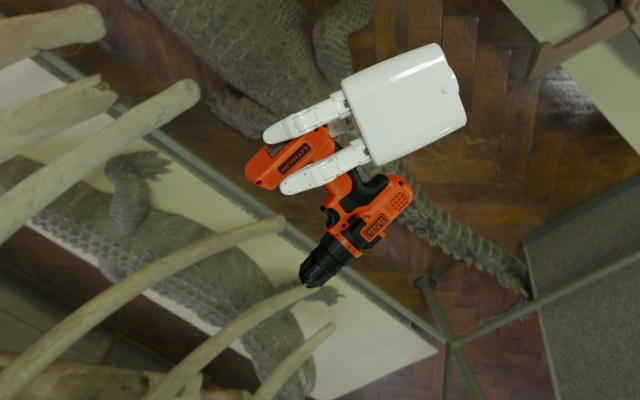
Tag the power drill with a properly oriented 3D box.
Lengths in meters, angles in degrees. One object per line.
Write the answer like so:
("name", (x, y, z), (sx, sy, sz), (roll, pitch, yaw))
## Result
("power drill", (0.000, 0.001, 0.572), (0.188, 0.184, 0.057), (43, 1, -33))
